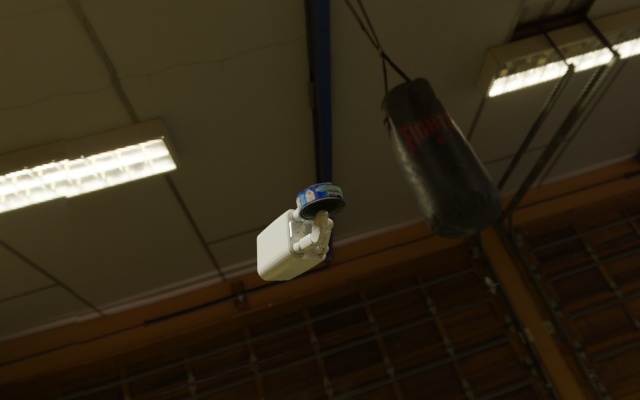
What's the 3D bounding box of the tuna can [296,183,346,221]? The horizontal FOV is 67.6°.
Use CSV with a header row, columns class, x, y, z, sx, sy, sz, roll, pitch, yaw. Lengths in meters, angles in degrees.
class,x,y,z,sx,sy,sz,roll,pitch,yaw
tuna can,0.000,0.002,0.862,0.086,0.033,0.086,-13,-25,-6
